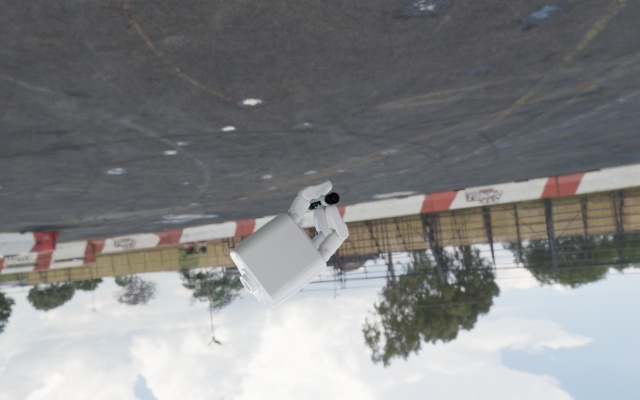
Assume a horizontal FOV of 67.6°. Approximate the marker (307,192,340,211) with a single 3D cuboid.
[{"bbox_3d":[0.000,0.003,0.807,0.020,0.020,0.121,0,-7,-24],"label":"marker"}]
